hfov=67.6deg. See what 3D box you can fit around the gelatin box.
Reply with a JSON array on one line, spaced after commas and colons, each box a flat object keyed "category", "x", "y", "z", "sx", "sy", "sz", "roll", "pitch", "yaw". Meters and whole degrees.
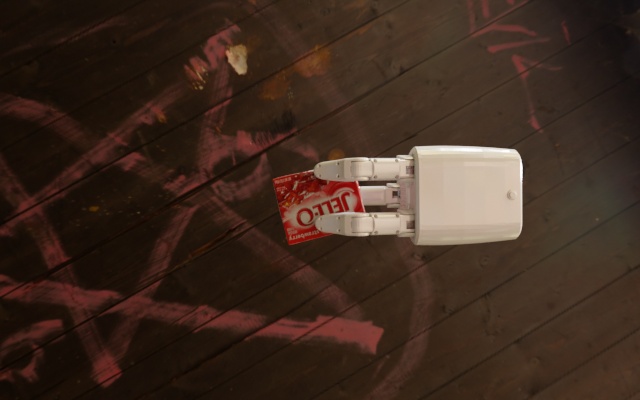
[{"category": "gelatin box", "x": 0.000, "y": 0.002, "z": 0.517, "sx": 0.089, "sy": 0.073, "sz": 0.030, "roll": -14, "pitch": 1, "yaw": 4}]
